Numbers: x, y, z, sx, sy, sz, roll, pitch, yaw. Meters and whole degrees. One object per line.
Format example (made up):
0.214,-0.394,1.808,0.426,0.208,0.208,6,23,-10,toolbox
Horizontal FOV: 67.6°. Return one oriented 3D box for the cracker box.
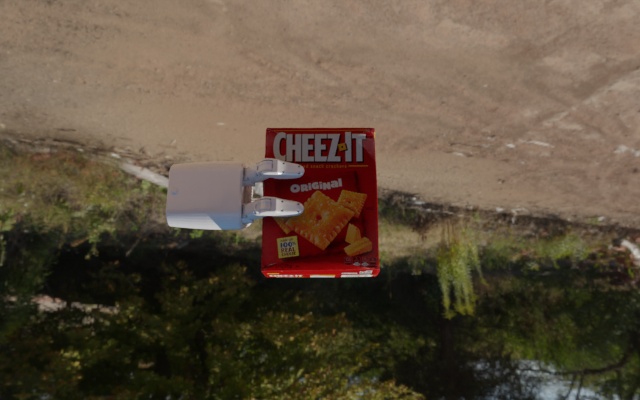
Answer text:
0.000,0.002,0.695,0.164,0.213,0.072,0,-15,0,cracker box
